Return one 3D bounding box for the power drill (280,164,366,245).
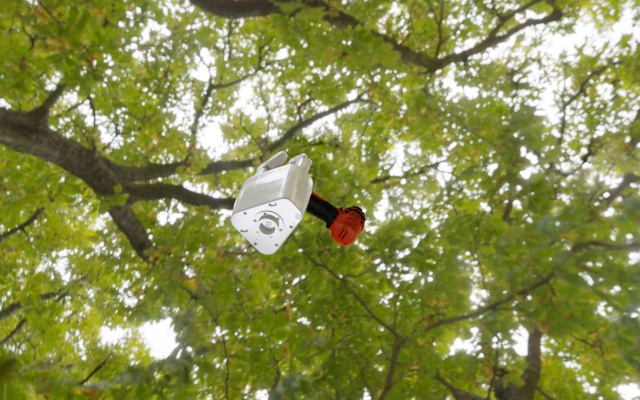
[{"bbox_3d":[0.000,0.003,0.886,0.187,0.057,0.184,33,12,4],"label":"power drill"}]
